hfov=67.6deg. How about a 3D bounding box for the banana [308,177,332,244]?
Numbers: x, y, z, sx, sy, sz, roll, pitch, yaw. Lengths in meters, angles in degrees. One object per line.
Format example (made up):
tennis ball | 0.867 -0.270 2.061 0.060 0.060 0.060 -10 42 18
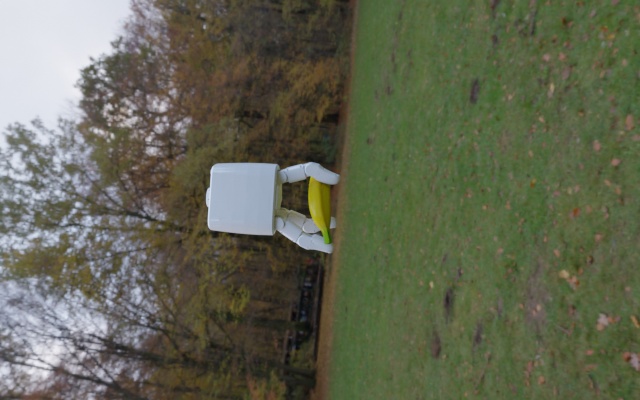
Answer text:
banana | -0.001 -0.011 0.813 0.037 0.070 0.197 -2 34 2
